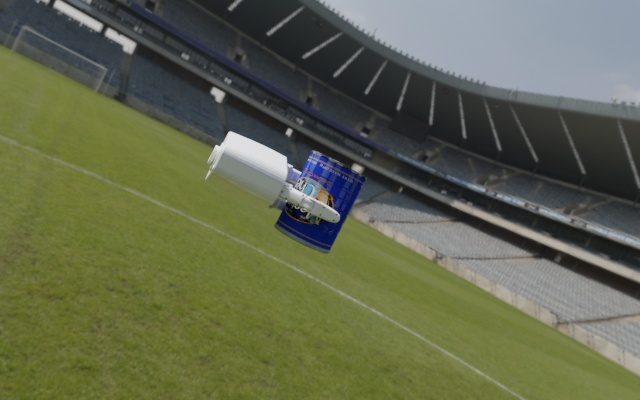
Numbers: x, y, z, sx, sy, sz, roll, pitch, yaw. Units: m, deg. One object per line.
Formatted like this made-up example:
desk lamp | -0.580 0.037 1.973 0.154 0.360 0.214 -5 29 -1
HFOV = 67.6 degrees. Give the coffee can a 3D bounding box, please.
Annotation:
coffee can | 0.000 0.003 0.789 0.103 0.140 0.103 27 2 -1
